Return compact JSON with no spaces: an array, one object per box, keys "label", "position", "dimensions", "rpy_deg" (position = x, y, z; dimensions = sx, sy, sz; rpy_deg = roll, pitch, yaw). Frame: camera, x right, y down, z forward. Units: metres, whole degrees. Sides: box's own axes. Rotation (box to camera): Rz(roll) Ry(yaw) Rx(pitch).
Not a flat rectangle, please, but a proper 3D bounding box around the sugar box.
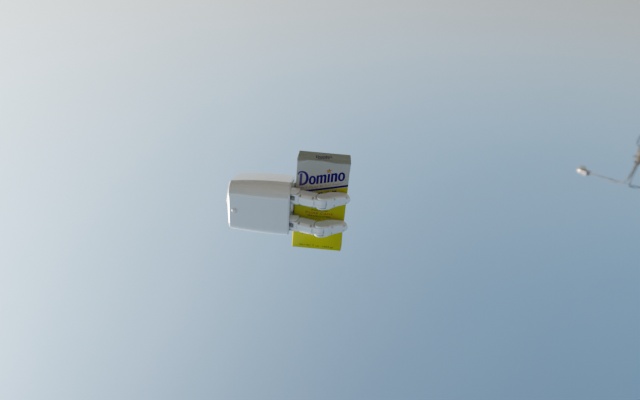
[{"label":"sugar box","position":[0.000,0.003,0.849],"dimensions":[0.093,0.176,0.048],"rpy_deg":[5,30,1]}]
